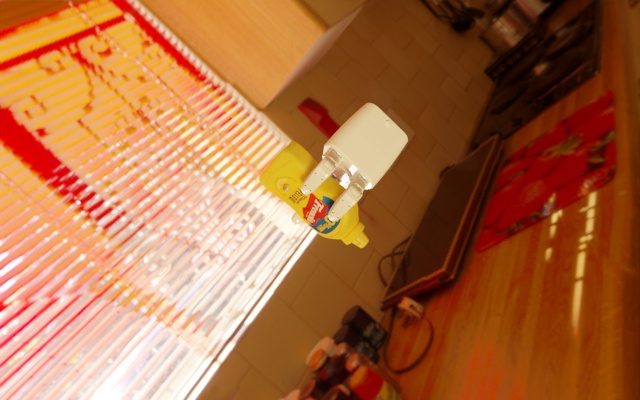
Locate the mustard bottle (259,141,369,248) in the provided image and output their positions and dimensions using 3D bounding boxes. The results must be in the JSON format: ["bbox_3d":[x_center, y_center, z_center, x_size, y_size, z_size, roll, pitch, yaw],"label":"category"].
[{"bbox_3d":[0.000,0.002,0.734,0.096,0.191,0.058,-42,8,45],"label":"mustard bottle"}]
